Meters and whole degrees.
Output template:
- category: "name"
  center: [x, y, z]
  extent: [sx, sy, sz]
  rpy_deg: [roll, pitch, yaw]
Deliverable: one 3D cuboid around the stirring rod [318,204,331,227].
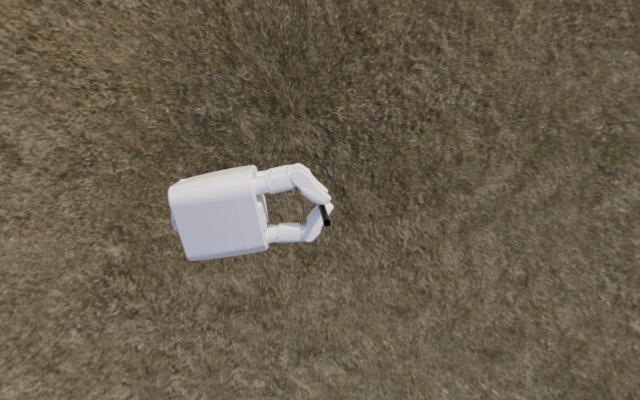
- category: "stirring rod"
  center: [0.000, 0.002, 0.632]
  extent: [0.011, 0.011, 0.239]
  rpy_deg: [0, 11, -3]
